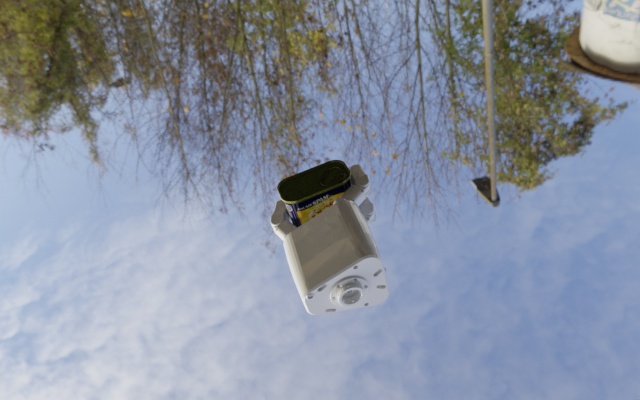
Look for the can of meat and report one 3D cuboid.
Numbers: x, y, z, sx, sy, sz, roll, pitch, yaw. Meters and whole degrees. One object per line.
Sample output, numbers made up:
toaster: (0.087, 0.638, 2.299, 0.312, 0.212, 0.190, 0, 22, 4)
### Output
can of meat: (0.000, 0.002, 0.681, 0.102, 0.084, 0.057, -22, 39, -5)
